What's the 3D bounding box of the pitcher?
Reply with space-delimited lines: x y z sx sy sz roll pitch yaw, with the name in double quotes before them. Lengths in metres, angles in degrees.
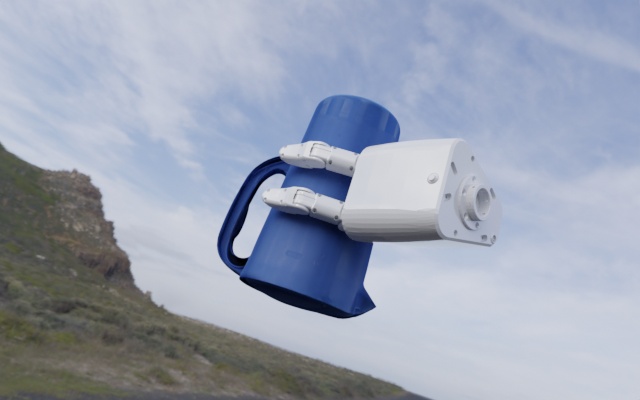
"pitcher" 0.000 0.002 0.550 0.149 0.242 0.145 33 -23 -37
